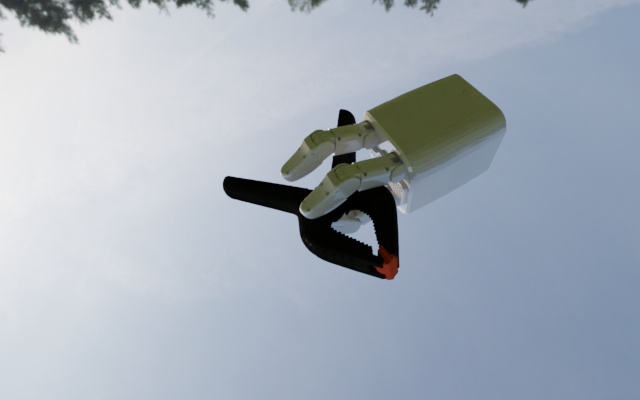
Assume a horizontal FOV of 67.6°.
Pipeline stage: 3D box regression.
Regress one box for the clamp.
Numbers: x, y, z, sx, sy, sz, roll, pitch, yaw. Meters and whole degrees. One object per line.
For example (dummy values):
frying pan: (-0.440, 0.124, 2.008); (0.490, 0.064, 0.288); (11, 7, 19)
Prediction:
clamp: (0.001, 0.002, 0.467); (0.164, 0.209, 0.036); (-27, -41, -5)
